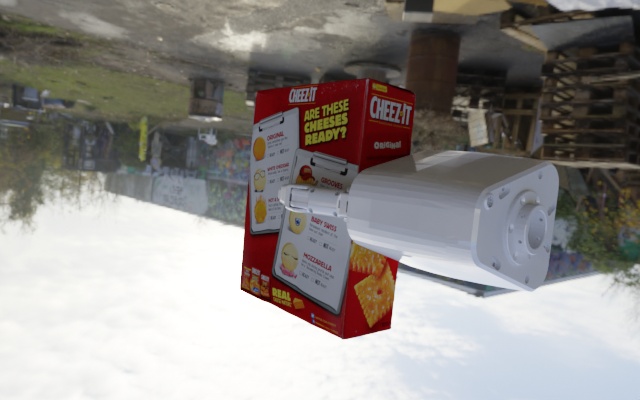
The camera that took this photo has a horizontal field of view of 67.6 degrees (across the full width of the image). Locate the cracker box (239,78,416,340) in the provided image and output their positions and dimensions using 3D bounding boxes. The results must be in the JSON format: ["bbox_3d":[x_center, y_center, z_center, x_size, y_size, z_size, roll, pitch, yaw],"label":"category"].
[{"bbox_3d":[0.000,0.002,0.460,0.072,0.214,0.164,3,5,-41],"label":"cracker box"}]
